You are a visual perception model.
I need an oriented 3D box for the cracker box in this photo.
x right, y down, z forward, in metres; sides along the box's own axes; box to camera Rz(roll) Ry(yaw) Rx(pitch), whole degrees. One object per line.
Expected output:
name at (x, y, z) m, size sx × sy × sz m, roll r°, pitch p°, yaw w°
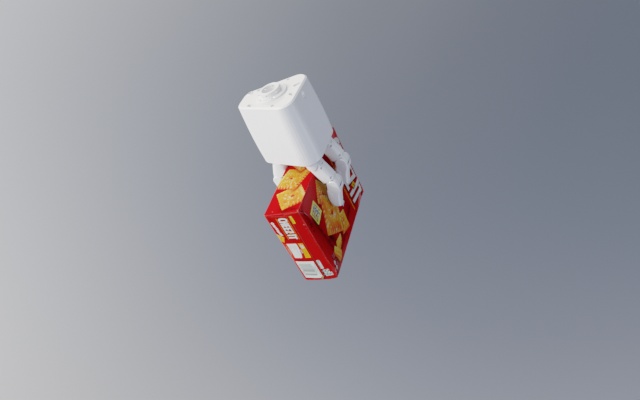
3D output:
cracker box at (0.000, 0.003, 0.820) m, size 0.072 × 0.164 × 0.213 m, roll -6°, pitch 42°, yaw 27°
